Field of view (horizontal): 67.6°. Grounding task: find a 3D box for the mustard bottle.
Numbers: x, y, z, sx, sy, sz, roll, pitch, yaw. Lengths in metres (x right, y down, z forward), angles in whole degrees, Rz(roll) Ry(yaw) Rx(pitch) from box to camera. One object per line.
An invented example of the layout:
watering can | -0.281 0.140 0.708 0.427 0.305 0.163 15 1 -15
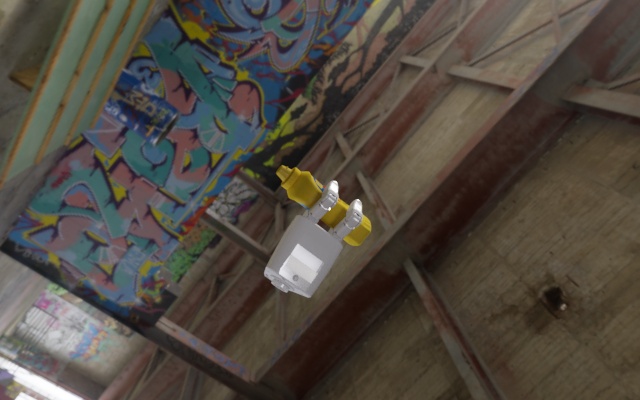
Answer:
mustard bottle | 0.001 0.003 0.854 0.192 0.058 0.096 38 6 -15
